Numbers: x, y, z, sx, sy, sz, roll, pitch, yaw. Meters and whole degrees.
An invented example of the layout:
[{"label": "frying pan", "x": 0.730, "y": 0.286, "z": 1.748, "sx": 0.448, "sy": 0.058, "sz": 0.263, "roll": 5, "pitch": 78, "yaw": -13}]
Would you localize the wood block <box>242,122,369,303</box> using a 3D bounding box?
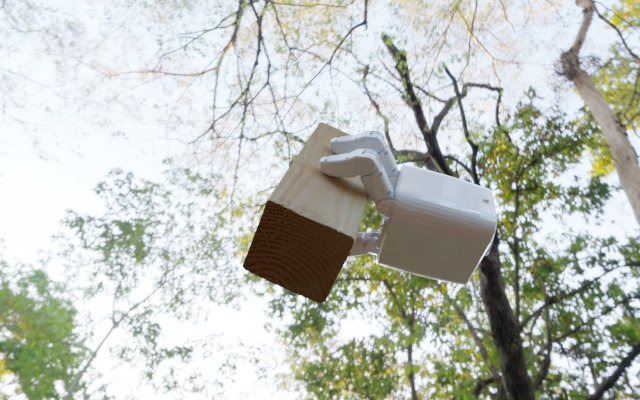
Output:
[{"label": "wood block", "x": 0.000, "y": 0.002, "z": 0.532, "sx": 0.090, "sy": 0.091, "sz": 0.206, "roll": 24, "pitch": 32, "yaw": 1}]
